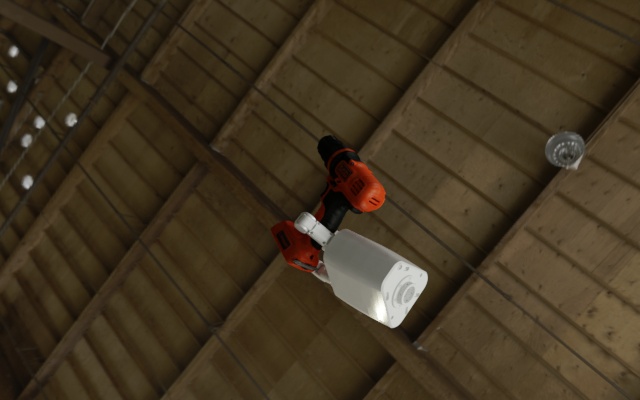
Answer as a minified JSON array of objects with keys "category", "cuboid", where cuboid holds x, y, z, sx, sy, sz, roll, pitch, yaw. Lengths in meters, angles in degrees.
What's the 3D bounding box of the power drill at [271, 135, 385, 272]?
[{"category":"power drill","cuboid":[0.000,0.003,0.747,0.057,0.188,0.184,25,19,-36]}]
